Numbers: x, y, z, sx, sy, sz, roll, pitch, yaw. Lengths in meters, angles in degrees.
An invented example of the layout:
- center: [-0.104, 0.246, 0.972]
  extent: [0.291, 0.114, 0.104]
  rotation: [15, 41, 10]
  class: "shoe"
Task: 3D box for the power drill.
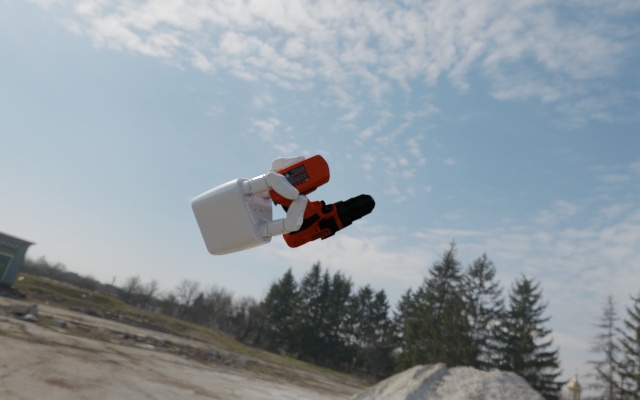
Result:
- center: [0.000, 0.003, 0.838]
  extent: [0.184, 0.057, 0.188]
  rotation: [-25, -36, 0]
  class: "power drill"
